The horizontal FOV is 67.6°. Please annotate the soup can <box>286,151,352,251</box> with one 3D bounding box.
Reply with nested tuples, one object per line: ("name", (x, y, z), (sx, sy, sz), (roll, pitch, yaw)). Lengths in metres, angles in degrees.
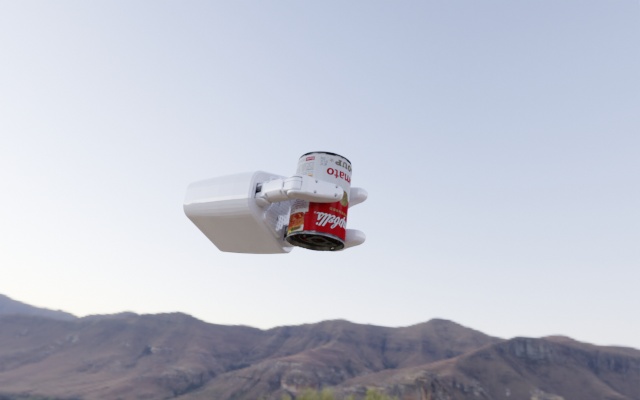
("soup can", (0.000, 0.001, 0.561), (0.068, 0.102, 0.068), (6, -21, 2))
